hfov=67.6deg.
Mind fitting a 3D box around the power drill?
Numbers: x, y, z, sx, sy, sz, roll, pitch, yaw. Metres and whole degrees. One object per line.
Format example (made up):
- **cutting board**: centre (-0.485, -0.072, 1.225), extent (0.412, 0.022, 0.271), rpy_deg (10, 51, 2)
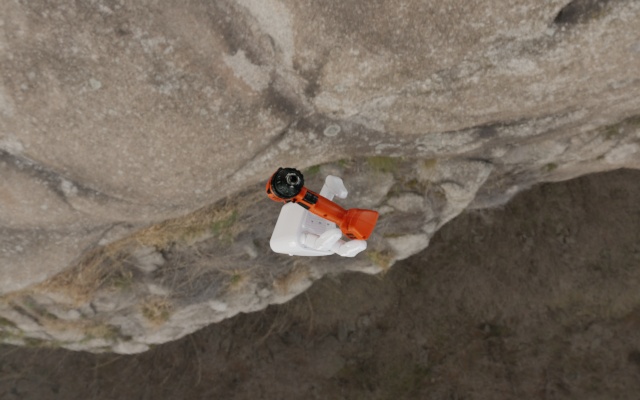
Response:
- **power drill**: centre (0.000, 0.003, 0.803), extent (0.187, 0.057, 0.184), rpy_deg (28, -7, -10)
